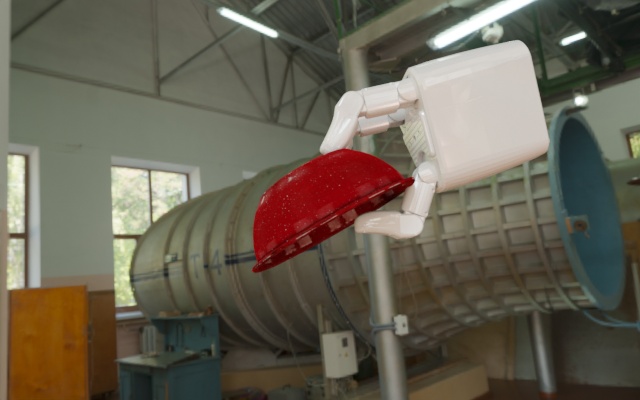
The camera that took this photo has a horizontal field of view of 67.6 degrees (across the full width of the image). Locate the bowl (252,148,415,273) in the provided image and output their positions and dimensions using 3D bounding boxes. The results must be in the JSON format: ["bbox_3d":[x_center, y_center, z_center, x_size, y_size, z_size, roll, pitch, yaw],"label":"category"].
[{"bbox_3d":[-0.001,0.002,0.421,0.162,0.055,0.162,-30,-8,-4],"label":"bowl"}]
